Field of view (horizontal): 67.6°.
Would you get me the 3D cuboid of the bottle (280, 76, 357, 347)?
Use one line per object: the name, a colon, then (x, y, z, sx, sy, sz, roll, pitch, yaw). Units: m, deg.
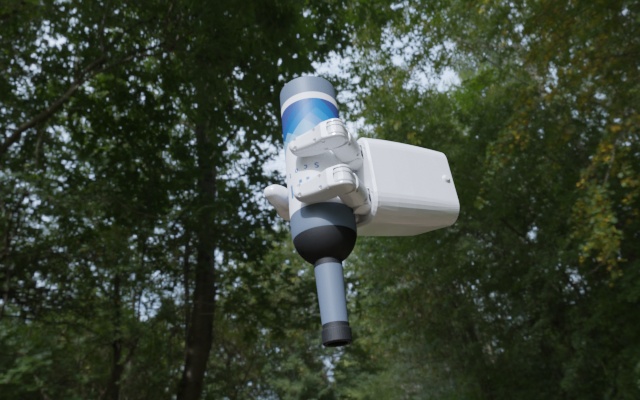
bottle: (0.000, 0.001, 0.501, 0.069, 0.295, 0.069, -5, -29, -3)
